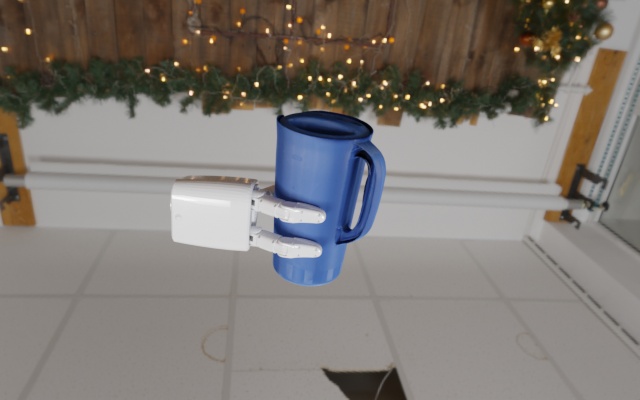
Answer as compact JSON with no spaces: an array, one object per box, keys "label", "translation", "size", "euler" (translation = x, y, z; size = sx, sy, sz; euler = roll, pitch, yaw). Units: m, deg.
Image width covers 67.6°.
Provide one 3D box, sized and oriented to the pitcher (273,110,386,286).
[{"label":"pitcher","translation":[0.000,0.002,0.687],"size":[0.145,0.243,0.149],"euler":[5,25,-5]}]
